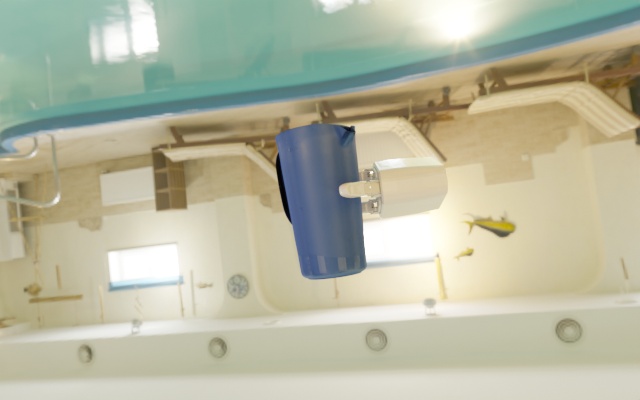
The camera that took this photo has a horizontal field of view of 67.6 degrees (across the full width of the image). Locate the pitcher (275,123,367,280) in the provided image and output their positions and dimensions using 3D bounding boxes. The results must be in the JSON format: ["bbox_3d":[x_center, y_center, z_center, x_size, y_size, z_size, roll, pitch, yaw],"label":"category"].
[{"bbox_3d":[0.000,0.003,0.788,0.145,0.243,0.149,-8,-3,1],"label":"pitcher"}]
